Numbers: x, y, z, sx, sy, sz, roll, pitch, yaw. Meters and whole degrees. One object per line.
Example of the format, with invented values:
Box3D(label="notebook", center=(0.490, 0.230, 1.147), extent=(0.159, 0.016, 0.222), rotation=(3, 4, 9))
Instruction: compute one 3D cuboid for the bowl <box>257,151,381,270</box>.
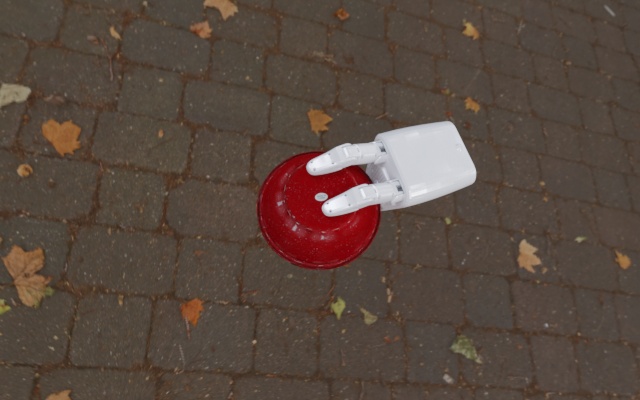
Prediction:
Box3D(label="bowl", center=(-0.001, 0.002, 0.593), extent=(0.162, 0.162, 0.055), rotation=(0, -19, -4))
